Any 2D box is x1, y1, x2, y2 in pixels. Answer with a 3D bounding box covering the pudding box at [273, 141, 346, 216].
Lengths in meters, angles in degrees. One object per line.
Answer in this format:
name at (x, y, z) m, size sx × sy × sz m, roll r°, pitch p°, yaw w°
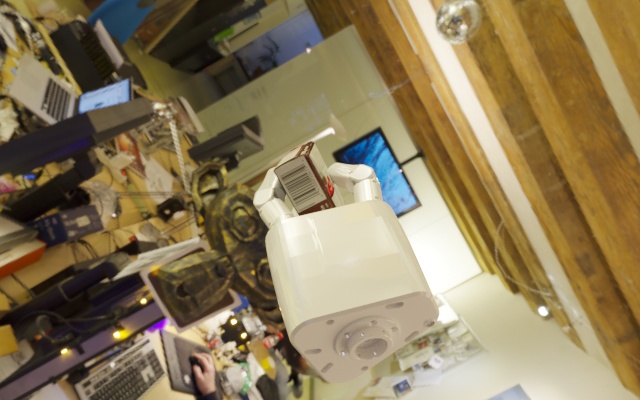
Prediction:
pudding box at (0.000, 0.002, 0.480) m, size 0.039 × 0.113 × 0.090 m, roll -25°, pitch 12°, yaw 8°
